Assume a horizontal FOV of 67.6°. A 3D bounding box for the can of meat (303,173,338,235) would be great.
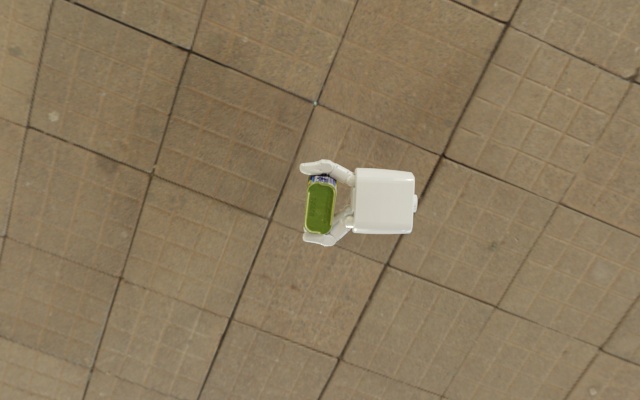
[{"bbox_3d":[0.000,0.003,0.870,0.057,0.102,0.084,6,18,-1],"label":"can of meat"}]
